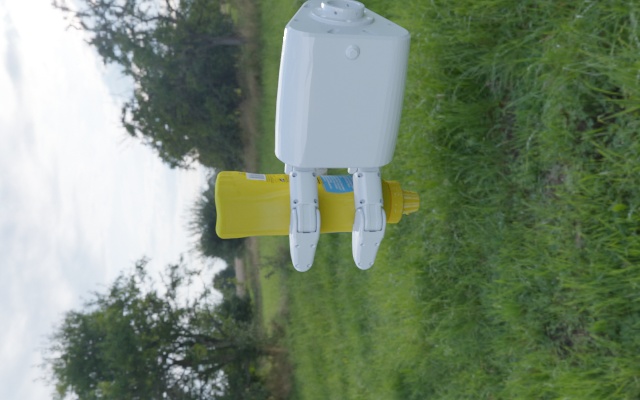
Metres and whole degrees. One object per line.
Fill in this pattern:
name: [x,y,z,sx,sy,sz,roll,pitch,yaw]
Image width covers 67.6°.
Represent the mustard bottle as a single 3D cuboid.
mustard bottle: [0.000,0.002,0.450,0.191,0.058,0.096,-1,11,-9]
